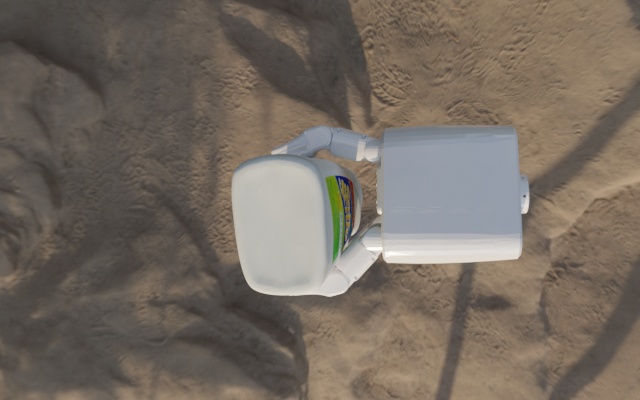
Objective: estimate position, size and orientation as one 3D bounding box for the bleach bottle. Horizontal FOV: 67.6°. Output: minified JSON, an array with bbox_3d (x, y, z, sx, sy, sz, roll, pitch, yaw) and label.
[{"bbox_3d":[0.000,0.002,0.442,0.068,0.102,0.251,-2,8,14],"label":"bleach bottle"}]
